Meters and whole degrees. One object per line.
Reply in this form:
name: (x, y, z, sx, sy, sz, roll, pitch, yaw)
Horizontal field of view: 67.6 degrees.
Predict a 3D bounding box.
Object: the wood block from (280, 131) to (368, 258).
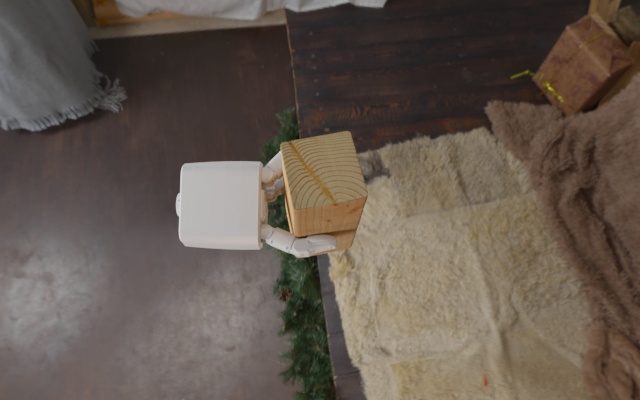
wood block: (0.000, 0.002, 0.652, 0.090, 0.090, 0.206, -10, -21, -6)
